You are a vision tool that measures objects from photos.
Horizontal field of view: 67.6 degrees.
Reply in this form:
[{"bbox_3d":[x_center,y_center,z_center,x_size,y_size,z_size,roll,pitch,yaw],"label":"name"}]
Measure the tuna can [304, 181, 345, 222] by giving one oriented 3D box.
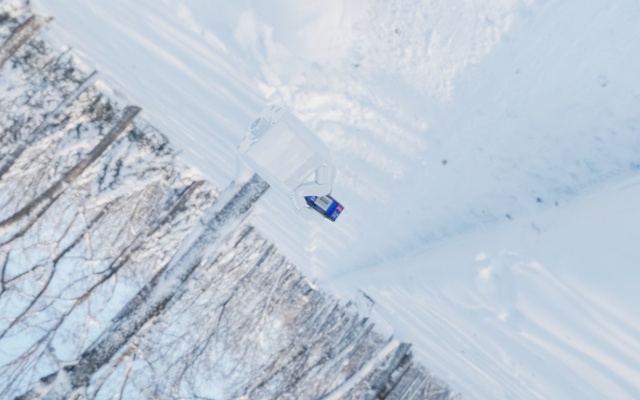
[{"bbox_3d":[0.000,0.003,0.873,0.086,0.034,0.086,35,-4,3],"label":"tuna can"}]
